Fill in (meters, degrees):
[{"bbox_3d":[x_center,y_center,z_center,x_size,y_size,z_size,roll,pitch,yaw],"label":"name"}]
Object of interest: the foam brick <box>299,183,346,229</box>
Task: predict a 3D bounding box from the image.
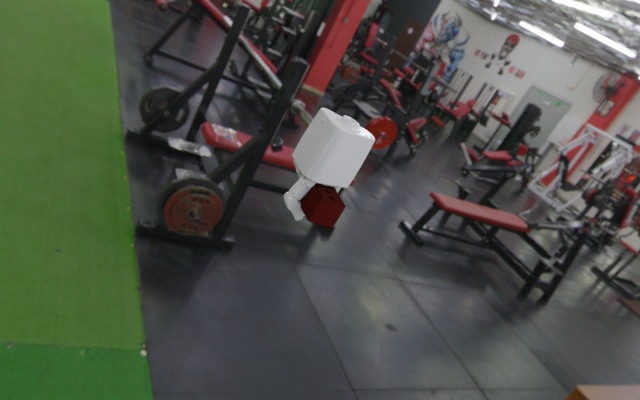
[{"bbox_3d":[0.000,0.003,0.848,0.053,0.051,0.078,20,25,-32],"label":"foam brick"}]
